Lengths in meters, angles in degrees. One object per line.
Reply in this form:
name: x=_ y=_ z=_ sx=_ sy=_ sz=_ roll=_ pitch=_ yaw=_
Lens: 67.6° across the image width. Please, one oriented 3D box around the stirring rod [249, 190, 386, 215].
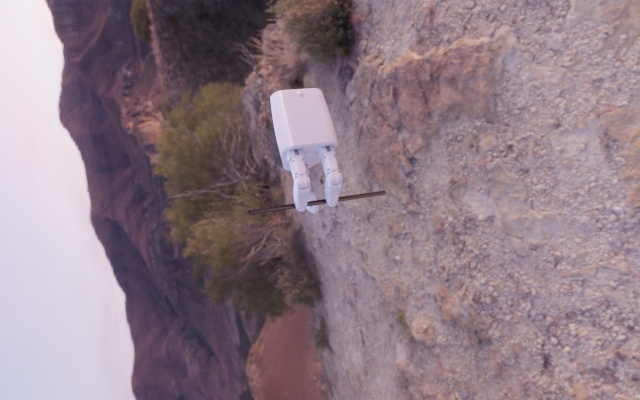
stirring rod: x=0.000 y=0.003 z=0.796 sx=0.239 sy=0.011 sz=0.011 roll=-8 pitch=3 yaw=-19
